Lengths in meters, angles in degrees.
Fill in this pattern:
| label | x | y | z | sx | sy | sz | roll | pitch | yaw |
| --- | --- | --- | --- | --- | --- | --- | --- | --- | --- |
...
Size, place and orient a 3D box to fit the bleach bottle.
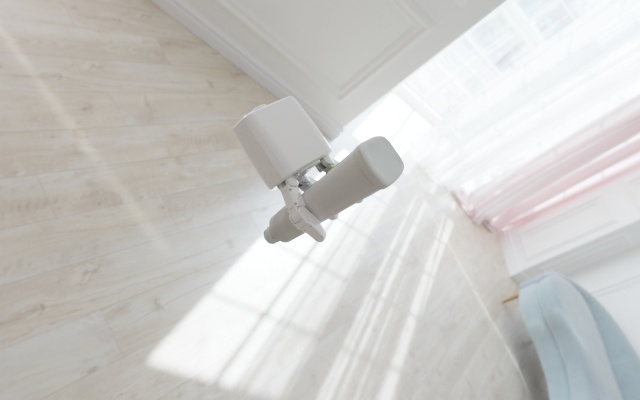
| label | x | y | z | sx | sy | sz | roll | pitch | yaw |
| --- | --- | --- | --- | --- | --- | --- | --- | --- | --- |
| bleach bottle | 0.000 | 0.002 | 0.700 | 0.251 | 0.068 | 0.102 | -35 | 0 | 33 |
